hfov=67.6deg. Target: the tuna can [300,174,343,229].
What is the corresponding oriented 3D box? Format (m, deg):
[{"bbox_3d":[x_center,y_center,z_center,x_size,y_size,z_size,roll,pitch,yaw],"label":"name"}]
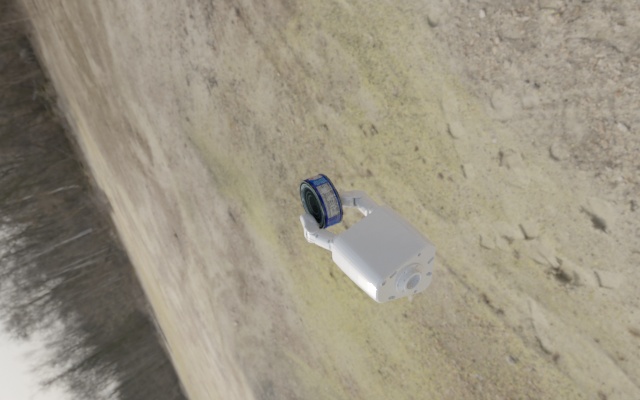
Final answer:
[{"bbox_3d":[0.000,0.003,0.762,0.034,0.086,0.086,-22,8,-20],"label":"tuna can"}]
